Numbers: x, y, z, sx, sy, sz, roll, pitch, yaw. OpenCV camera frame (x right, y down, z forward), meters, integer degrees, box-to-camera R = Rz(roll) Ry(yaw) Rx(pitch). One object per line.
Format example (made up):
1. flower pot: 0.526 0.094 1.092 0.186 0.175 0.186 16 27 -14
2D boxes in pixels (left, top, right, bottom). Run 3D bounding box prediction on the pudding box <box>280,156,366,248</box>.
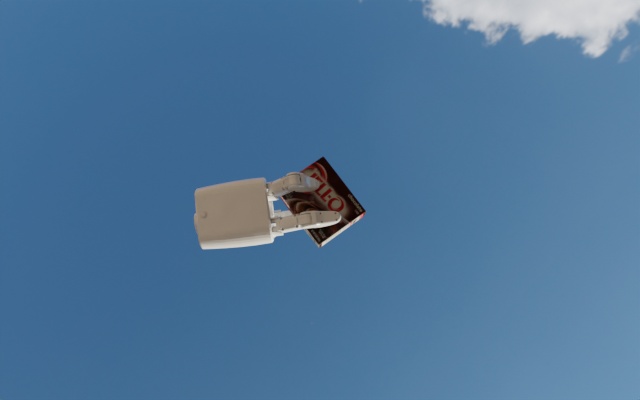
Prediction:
1. pudding box: 0.000 0.002 0.732 0.090 0.113 0.039 -35 -10 -11
